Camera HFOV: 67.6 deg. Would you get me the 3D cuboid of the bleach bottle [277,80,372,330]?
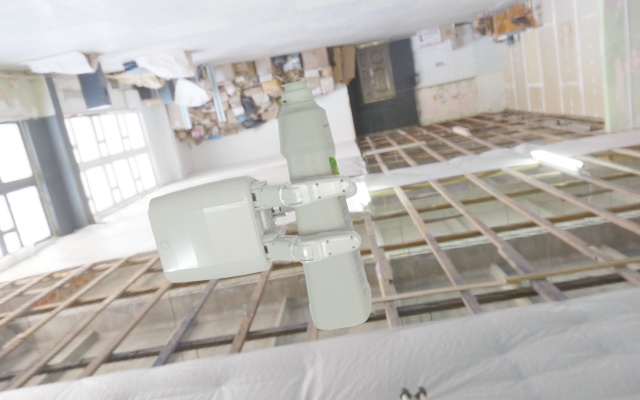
[{"bbox_3d":[0.000,0.002,0.507,0.068,0.251,0.102,-11,11,6],"label":"bleach bottle"}]
